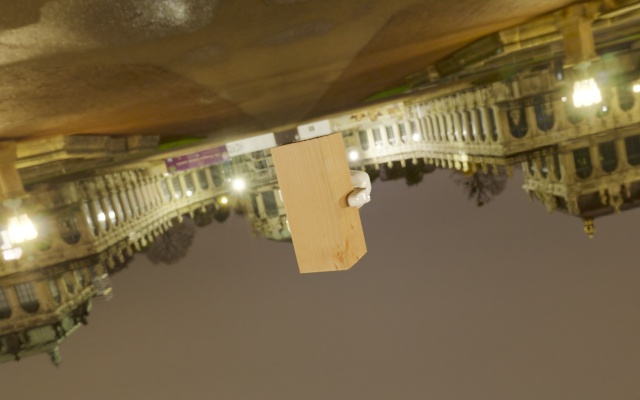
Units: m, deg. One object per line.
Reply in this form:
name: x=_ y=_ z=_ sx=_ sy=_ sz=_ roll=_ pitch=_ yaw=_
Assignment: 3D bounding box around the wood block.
wood block: x=0.001 y=0.003 z=0.773 sx=0.091 sy=0.206 sz=0.090 roll=-9 pitch=9 yaw=28
